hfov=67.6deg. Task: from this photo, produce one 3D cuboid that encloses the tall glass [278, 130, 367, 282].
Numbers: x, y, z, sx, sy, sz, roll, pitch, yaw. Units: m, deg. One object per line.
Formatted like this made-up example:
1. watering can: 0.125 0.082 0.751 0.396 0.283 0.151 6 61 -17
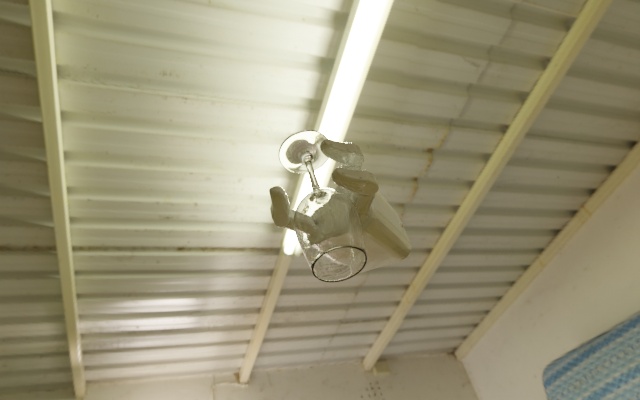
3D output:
1. tall glass: 0.000 0.001 0.585 0.079 0.079 0.200 0 43 -16
